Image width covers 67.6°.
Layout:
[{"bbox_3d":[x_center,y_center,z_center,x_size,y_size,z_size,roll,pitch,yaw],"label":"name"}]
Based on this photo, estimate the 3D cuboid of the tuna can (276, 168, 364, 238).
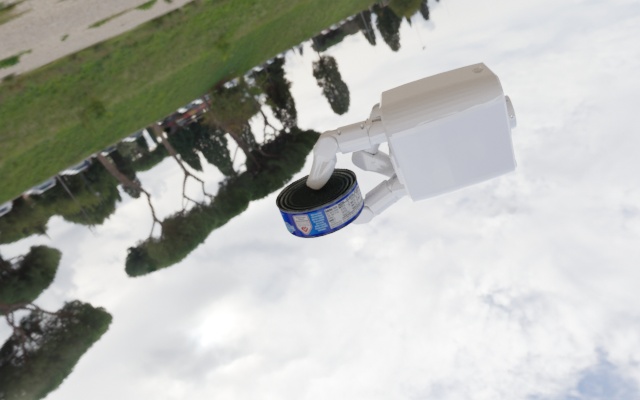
[{"bbox_3d":[0.000,0.002,0.486,0.086,0.034,0.086,-16,25,8],"label":"tuna can"}]
